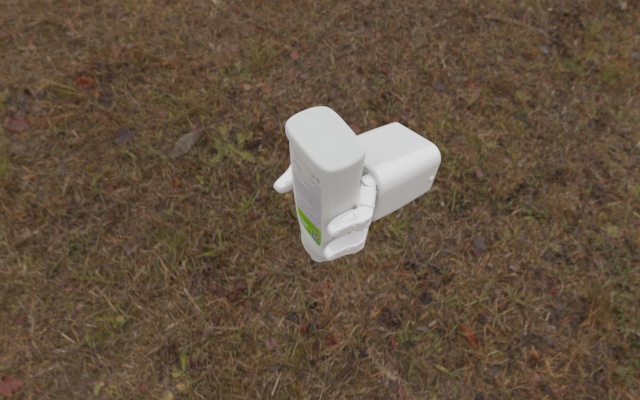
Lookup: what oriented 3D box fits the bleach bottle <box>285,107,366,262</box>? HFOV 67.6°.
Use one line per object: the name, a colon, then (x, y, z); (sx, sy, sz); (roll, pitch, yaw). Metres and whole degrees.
bleach bottle: (0.000, 0.002, 0.636); (0.068, 0.102, 0.251); (-26, -31, -21)
